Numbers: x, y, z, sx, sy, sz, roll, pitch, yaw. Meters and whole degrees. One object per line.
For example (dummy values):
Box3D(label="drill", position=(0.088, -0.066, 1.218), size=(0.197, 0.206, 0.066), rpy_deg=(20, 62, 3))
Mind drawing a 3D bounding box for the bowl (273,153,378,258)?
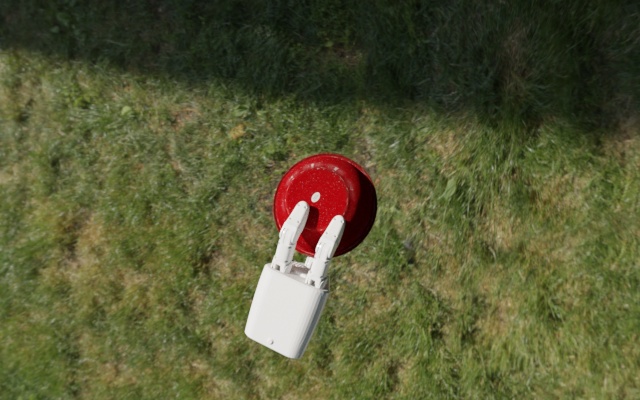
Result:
Box3D(label="bowl", position=(0.000, 0.001, 0.697), size=(0.162, 0.162, 0.055), rpy_deg=(0, -10, 13))
